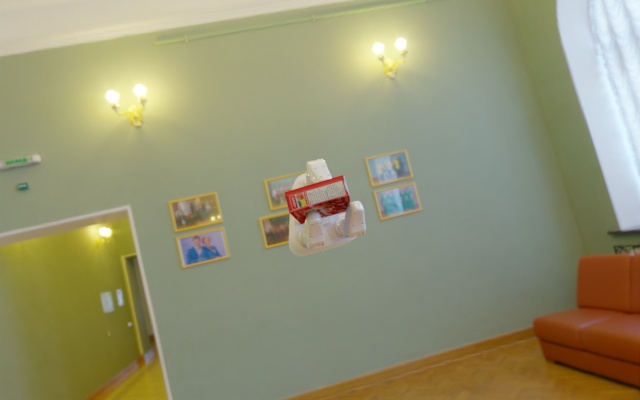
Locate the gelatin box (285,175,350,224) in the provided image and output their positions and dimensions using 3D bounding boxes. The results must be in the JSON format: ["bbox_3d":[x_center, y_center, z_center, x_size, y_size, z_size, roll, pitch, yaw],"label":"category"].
[{"bbox_3d":[0.000,0.001,0.594,0.073,0.030,0.089,-16,-13,2],"label":"gelatin box"}]
